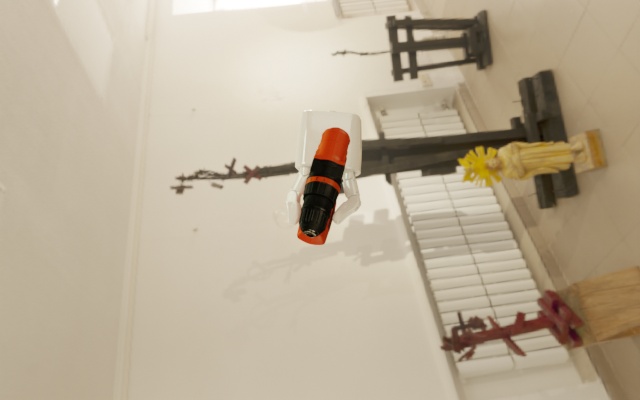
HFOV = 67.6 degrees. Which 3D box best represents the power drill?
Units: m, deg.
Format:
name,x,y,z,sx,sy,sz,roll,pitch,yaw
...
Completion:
name,x,y,z,sx,sy,sz,roll,pitch,yaw
power drill,0.000,0.002,0.766,0.057,0.184,0.188,17,-28,1
